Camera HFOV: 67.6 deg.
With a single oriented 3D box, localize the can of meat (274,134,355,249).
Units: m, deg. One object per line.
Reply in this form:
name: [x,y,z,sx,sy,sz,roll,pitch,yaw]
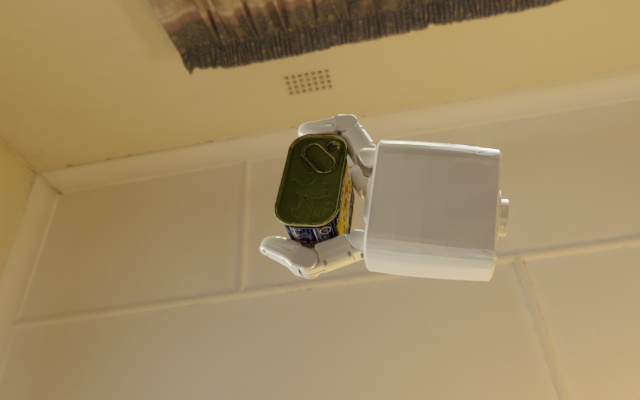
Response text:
can of meat: [0.000,0.002,0.459,0.057,0.102,0.084,1,-34,14]
